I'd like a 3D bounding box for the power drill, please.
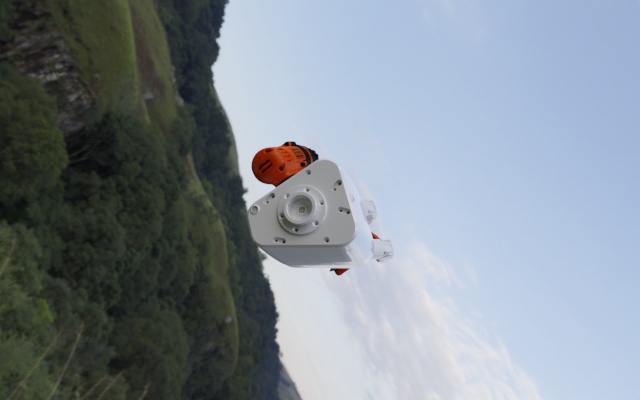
[{"bbox_3d":[0.000,0.002,0.646,0.057,0.187,0.184,-41,-6,18],"label":"power drill"}]
